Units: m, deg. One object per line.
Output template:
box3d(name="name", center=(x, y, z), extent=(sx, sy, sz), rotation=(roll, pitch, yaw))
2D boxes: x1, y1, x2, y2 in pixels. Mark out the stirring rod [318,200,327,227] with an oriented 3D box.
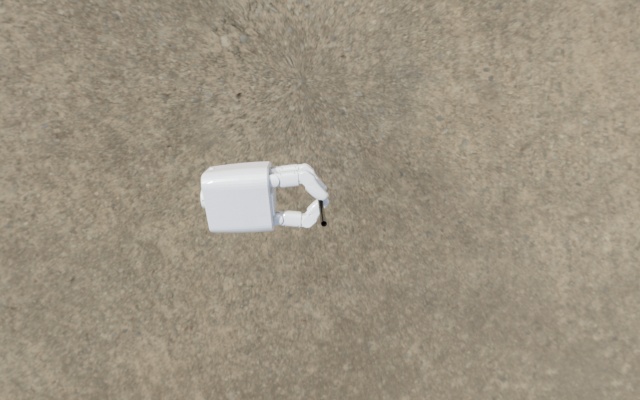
box3d(name="stirring rod", center=(0.000, 0.003, 0.757), extent=(0.011, 0.011, 0.239), rotation=(0, 14, -2))
